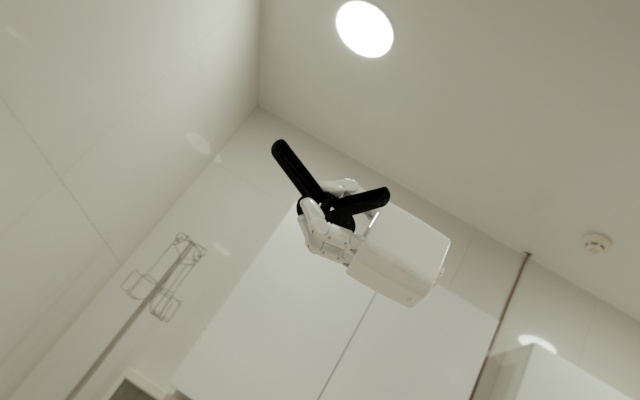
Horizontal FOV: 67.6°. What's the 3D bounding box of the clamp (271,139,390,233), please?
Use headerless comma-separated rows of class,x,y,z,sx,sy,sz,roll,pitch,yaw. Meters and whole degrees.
clamp,0.001,0.002,0.673,0.164,0.036,0.210,30,-27,7
